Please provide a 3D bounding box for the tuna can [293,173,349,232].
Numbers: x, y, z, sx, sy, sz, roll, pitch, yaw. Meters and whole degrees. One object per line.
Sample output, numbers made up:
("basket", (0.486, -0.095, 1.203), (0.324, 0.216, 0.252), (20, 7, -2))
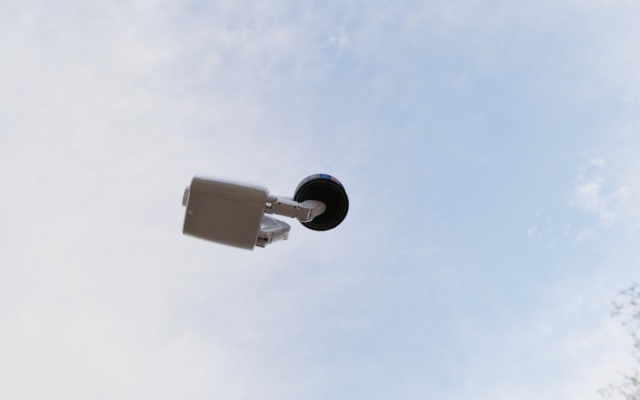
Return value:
("tuna can", (0.000, 0.002, 0.736), (0.086, 0.086, 0.033), (0, 19, -3))
